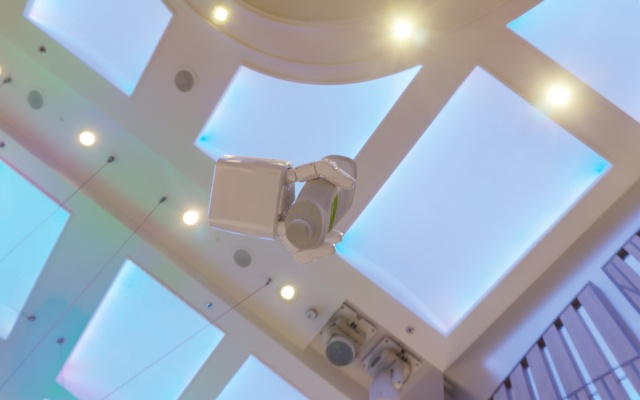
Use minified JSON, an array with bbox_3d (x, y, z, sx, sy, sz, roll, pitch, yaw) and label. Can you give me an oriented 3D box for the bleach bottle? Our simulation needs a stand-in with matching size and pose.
[{"bbox_3d":[0.000,0.002,0.701,0.068,0.102,0.250,8,16,12],"label":"bleach bottle"}]
